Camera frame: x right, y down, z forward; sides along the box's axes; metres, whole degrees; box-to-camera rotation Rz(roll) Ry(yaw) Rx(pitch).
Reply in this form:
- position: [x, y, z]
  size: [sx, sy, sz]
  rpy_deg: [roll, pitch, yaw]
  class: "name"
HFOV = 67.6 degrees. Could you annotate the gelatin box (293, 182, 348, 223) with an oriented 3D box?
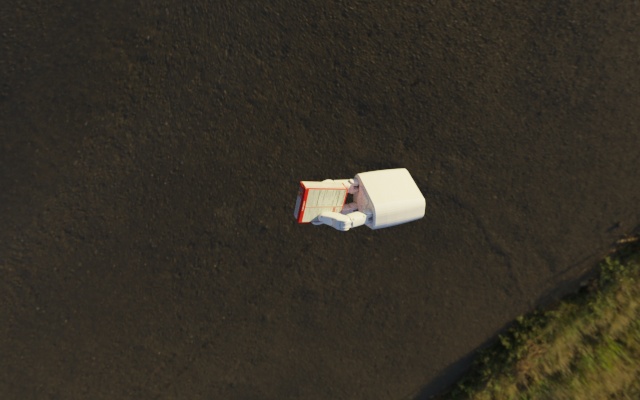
- position: [0.000, 0.003, 0.886]
  size: [0.089, 0.073, 0.030]
  rpy_deg: [-1, 30, -26]
  class: "gelatin box"
